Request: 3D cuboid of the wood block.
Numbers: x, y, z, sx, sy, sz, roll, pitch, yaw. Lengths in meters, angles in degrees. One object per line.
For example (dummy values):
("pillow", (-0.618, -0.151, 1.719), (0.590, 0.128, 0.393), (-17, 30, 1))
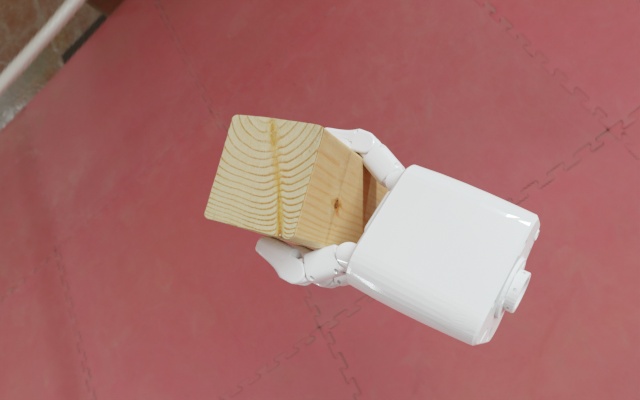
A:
("wood block", (0.000, 0.001, 0.457), (0.090, 0.091, 0.206), (12, -7, 29))
